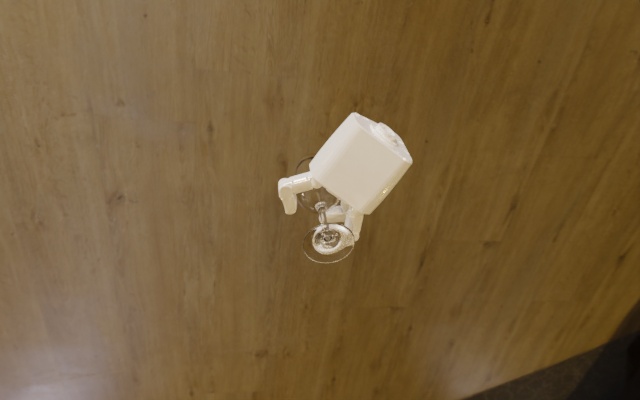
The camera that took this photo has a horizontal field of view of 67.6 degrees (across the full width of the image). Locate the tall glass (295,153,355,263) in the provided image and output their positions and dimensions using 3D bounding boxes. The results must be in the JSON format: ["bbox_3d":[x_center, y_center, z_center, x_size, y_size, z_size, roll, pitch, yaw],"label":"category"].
[{"bbox_3d":[0.000,0.003,0.749,0.079,0.079,0.201,0,36,-9],"label":"tall glass"}]
